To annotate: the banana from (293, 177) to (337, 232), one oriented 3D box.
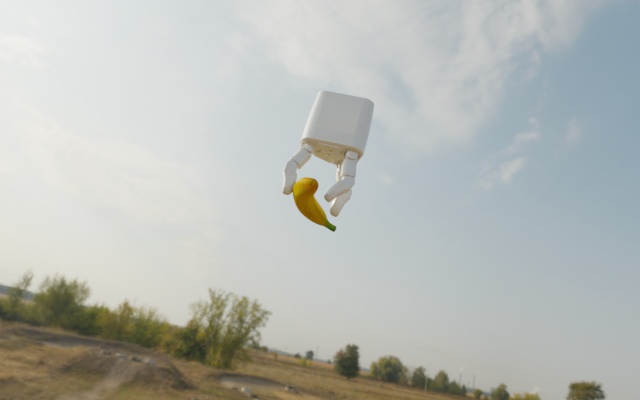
[{"bbox_3d":[-0.016,0.000,0.840,0.069,0.037,0.198,14,-19,18],"label":"banana"}]
